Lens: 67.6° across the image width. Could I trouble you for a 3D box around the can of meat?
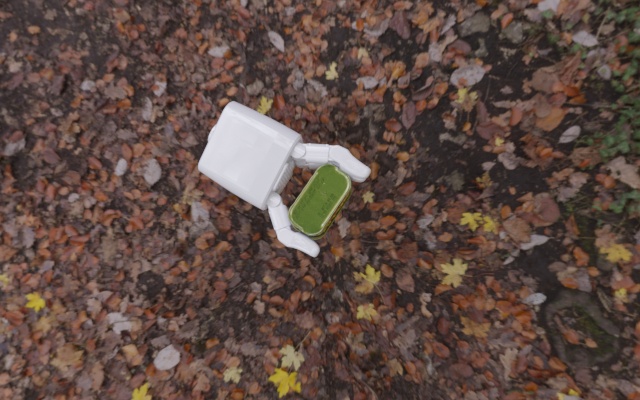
[{"bbox_3d":[0.000,0.002,0.659,0.057,0.102,0.084,34,-4,5],"label":"can of meat"}]
